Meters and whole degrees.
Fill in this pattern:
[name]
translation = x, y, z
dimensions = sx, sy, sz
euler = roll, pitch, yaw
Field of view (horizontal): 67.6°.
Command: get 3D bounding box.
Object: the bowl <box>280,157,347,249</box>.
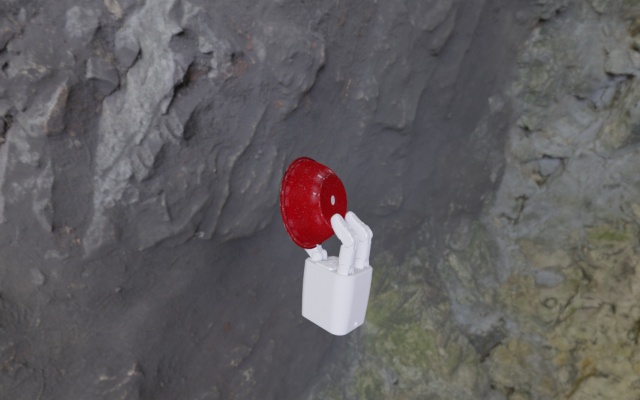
[bowl]
translation = 0.000, 0.001, 0.815
dimensions = 0.055, 0.162, 0.162
euler = -4, -3, 33
